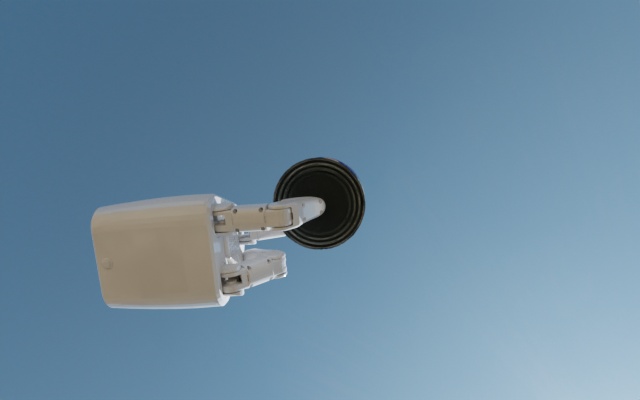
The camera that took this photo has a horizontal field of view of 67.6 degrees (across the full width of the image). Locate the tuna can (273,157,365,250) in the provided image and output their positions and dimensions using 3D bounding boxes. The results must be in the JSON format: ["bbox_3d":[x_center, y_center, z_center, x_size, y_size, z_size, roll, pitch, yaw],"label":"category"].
[{"bbox_3d":[0.000,0.001,0.455,0.086,0.086,0.033,0,7,7],"label":"tuna can"}]
